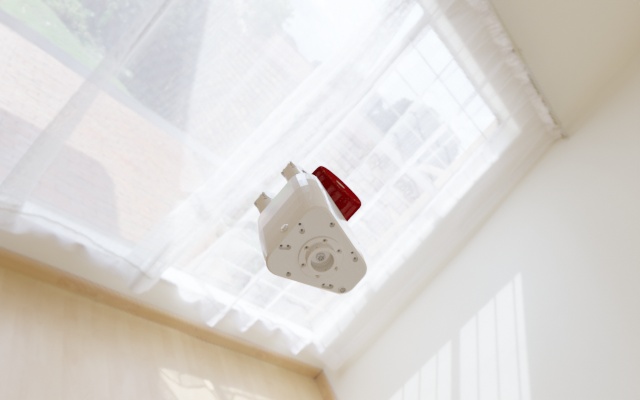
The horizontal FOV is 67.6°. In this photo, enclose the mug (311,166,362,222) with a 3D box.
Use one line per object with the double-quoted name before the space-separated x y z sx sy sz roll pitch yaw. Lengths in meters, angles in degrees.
"mug" 0.000 0.002 0.670 0.093 0.081 0.117 39 10 -23
